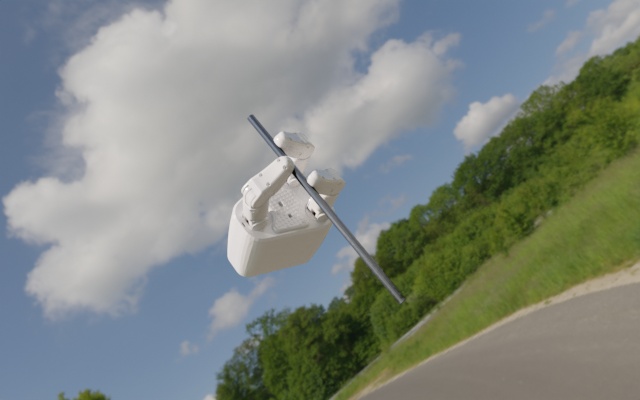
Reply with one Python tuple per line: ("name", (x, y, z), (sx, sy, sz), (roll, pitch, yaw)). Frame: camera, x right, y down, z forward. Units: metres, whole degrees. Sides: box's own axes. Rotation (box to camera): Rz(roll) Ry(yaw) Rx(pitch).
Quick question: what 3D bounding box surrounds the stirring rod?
("stirring rod", (0.000, 0.002, 0.459), (0.011, 0.239, 0.011), (-35, -19, -14))
